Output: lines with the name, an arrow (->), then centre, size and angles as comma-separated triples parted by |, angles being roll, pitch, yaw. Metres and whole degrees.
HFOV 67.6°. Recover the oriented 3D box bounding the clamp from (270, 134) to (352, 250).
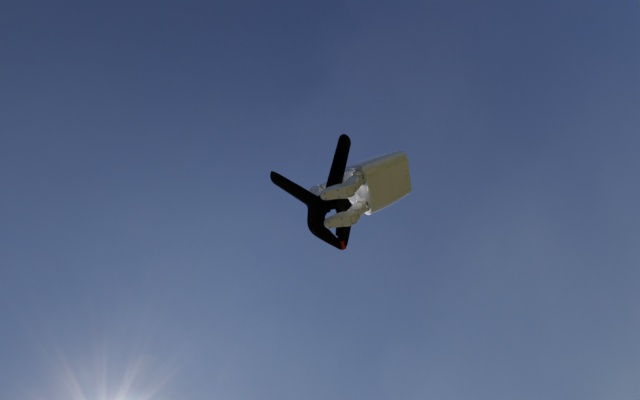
clamp -> 0.000, 0.003, 0.859 | 0.164, 0.210, 0.036 | -23, 26, -25
